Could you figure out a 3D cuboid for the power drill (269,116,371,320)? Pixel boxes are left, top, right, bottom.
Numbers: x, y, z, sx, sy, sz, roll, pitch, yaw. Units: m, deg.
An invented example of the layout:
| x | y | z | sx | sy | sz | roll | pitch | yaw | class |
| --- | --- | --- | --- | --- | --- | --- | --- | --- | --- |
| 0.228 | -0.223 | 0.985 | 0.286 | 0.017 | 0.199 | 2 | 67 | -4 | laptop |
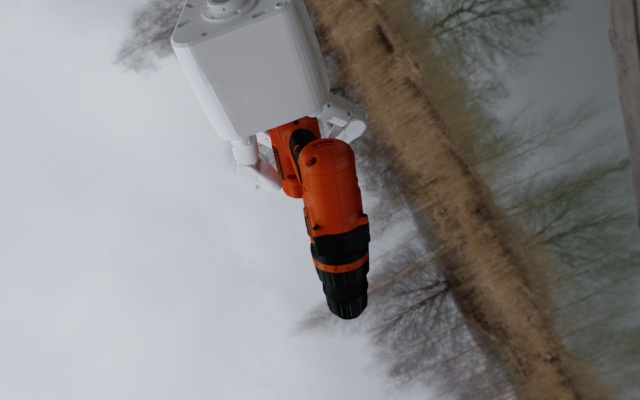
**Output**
| x | y | z | sx | sy | sz | roll | pitch | yaw | class |
| --- | --- | --- | --- | --- | --- | --- | --- | --- | --- |
| 0.000 | 0.001 | 0.479 | 0.057 | 0.184 | 0.187 | -14 | 31 | -11 | power drill |
